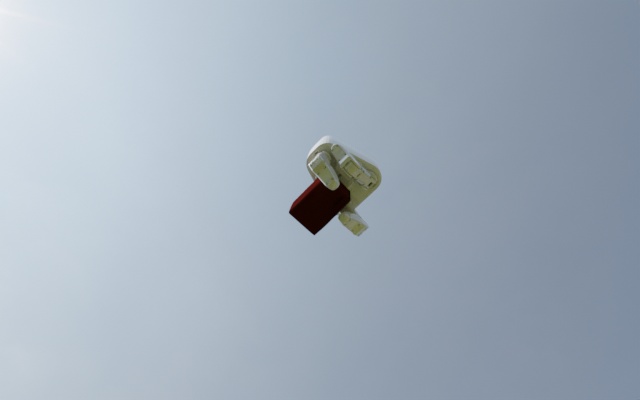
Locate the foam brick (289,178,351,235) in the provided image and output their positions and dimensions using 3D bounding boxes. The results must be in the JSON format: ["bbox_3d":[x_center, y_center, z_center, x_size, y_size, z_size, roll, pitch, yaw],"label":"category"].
[{"bbox_3d":[0.000,0.002,0.703,0.078,0.053,0.051,-44,10,12],"label":"foam brick"}]
